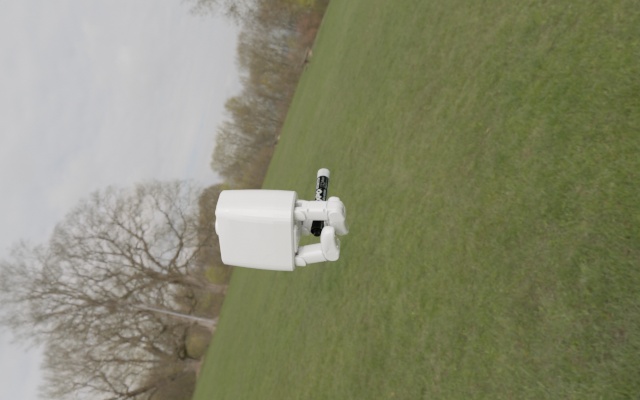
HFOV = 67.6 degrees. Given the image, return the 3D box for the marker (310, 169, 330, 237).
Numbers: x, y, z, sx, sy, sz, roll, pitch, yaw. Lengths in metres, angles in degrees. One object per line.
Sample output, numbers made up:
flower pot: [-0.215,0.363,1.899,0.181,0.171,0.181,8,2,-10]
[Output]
marker: [0.000,0.002,0.684,0.020,0.121,0.020,4,-42,3]
